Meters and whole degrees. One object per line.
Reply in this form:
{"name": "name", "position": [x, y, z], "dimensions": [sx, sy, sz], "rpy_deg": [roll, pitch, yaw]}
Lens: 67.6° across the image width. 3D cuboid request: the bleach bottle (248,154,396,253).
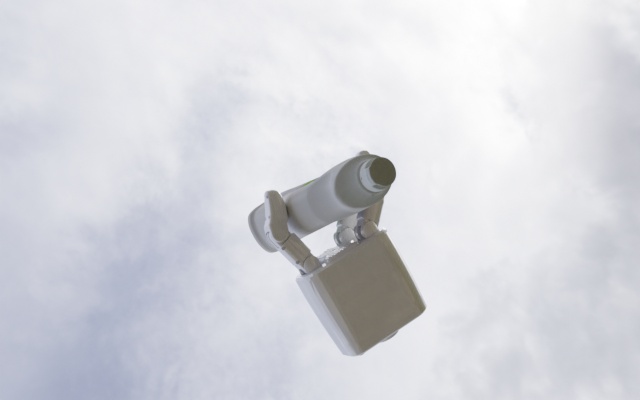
{"name": "bleach bottle", "position": [0.000, 0.002, 0.543], "dimensions": [0.102, 0.068, 0.251], "rpy_deg": [-32, 3, -26]}
